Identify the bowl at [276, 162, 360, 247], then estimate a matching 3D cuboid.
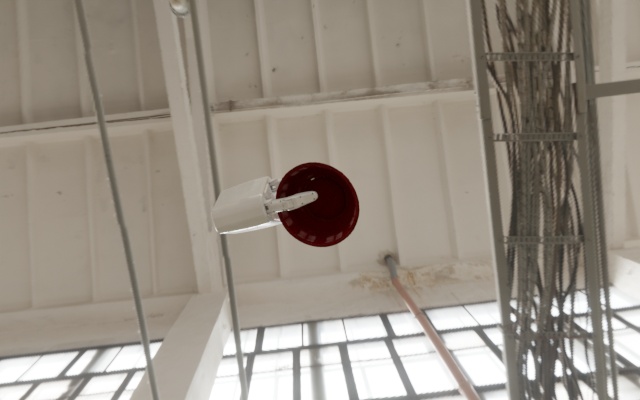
[{"bbox_3d":[0.002,0.003,0.893,0.162,0.162,0.055,0,15,19],"label":"bowl"}]
